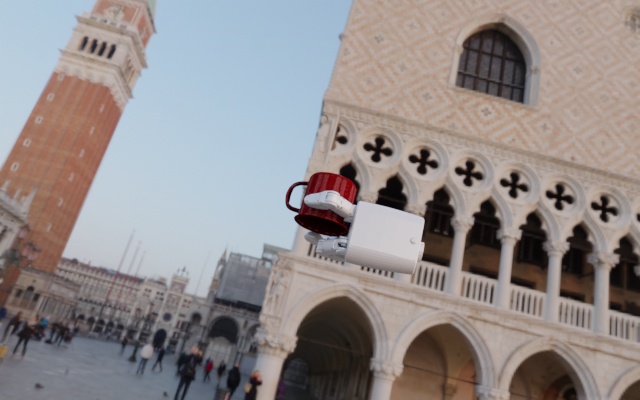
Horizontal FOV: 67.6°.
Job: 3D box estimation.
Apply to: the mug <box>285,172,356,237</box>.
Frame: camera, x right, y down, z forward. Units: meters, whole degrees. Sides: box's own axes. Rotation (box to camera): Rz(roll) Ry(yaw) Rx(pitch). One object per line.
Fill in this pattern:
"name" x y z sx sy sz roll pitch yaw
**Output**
"mug" -0.001 0.002 0.790 0.117 0.081 0.093 14 -20 5
